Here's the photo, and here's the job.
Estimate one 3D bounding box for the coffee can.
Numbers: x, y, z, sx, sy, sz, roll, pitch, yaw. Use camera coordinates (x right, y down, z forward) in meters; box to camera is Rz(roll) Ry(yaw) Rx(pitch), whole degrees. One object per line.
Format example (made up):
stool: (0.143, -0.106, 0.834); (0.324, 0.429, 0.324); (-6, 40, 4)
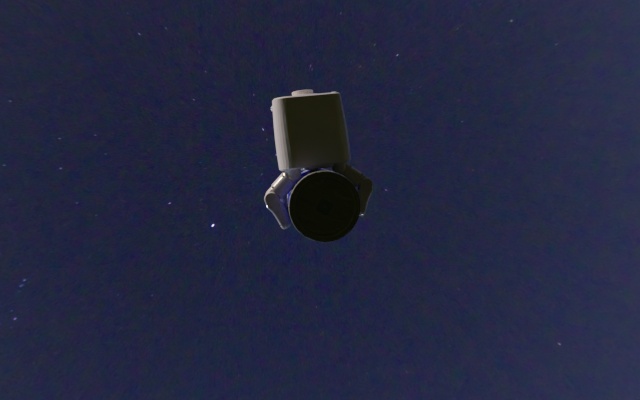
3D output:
coffee can: (0.000, 0.003, 0.743); (0.103, 0.103, 0.140); (0, 6, -5)
